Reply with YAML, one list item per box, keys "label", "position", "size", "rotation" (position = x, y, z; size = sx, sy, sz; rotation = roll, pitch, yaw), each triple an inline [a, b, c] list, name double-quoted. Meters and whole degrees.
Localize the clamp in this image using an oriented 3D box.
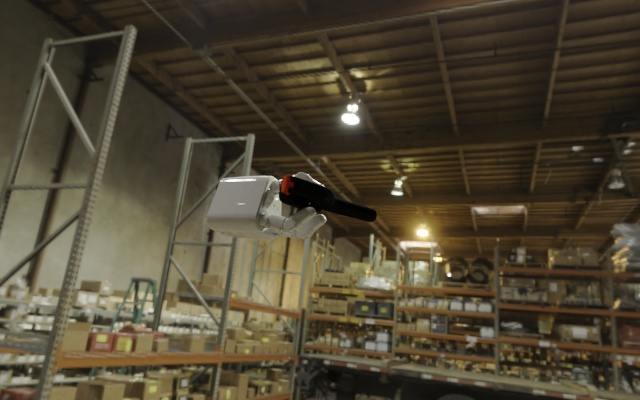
- label: "clamp"
  position: [0.000, 0.002, 0.827]
  size: [0.164, 0.036, 0.210]
  rotation: [1, -16, 20]
